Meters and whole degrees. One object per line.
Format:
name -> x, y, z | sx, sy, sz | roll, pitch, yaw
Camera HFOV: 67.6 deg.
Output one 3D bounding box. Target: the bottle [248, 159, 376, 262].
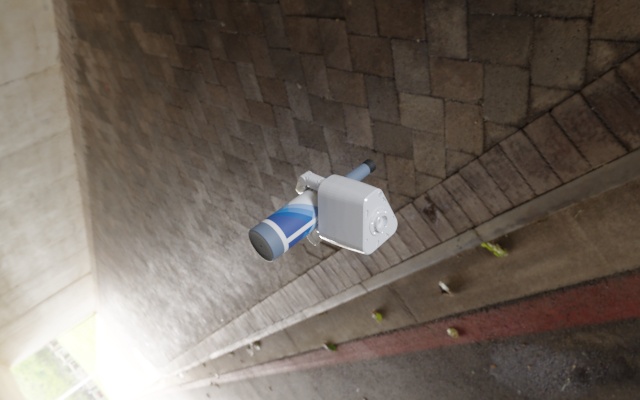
bottle -> 0.000, 0.003, 0.885 | 0.295, 0.069, 0.069 | -36, 21, -31
